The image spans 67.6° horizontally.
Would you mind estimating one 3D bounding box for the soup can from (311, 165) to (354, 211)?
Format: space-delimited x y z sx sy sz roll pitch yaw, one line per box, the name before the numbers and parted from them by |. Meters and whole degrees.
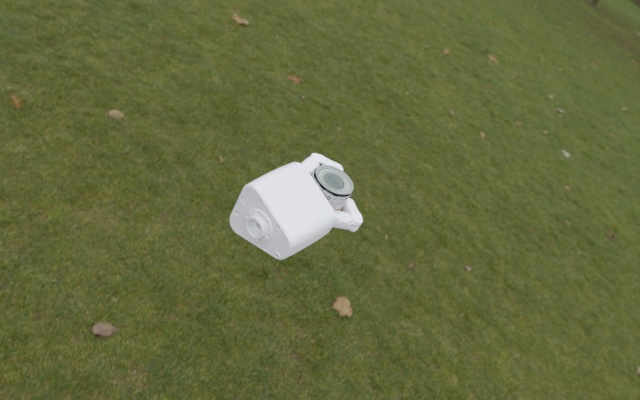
soup can | 0.001 0.002 0.753 0.068 0.068 0.102 0 -43 -35
